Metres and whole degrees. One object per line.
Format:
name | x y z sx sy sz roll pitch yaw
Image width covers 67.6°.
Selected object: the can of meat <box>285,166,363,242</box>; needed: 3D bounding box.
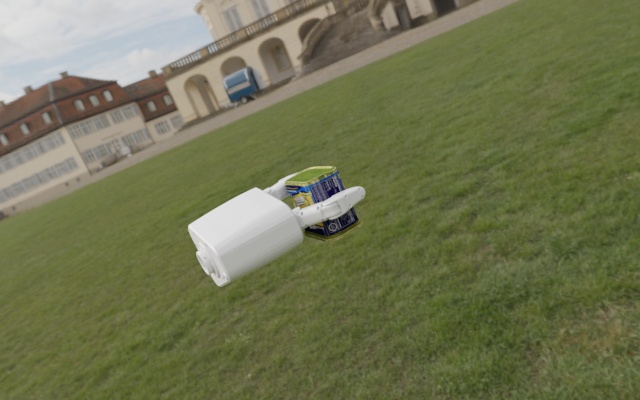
can of meat | 0.000 0.002 0.641 0.057 0.084 0.102 -29 14 -21
